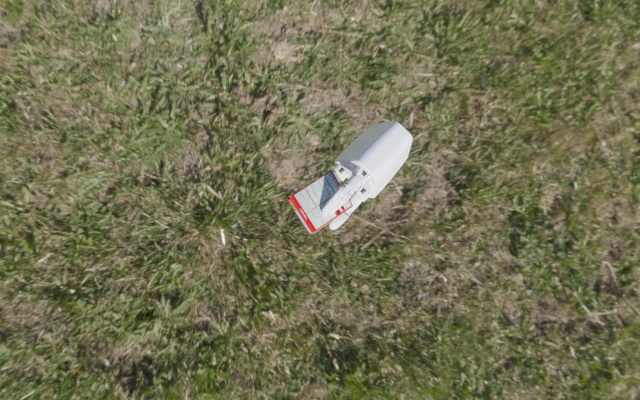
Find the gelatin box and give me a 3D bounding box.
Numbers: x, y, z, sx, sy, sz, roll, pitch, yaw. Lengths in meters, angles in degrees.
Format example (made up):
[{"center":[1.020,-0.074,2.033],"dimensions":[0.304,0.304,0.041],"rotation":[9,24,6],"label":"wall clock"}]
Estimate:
[{"center":[0.000,0.003,0.816],"dimensions":[0.089,0.073,0.030],"rotation":[-34,4,-16],"label":"gelatin box"}]
